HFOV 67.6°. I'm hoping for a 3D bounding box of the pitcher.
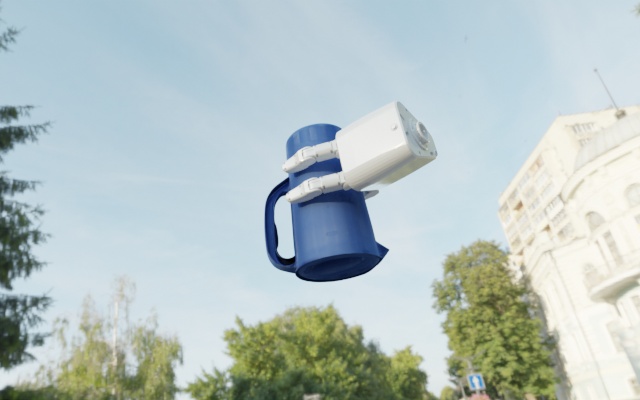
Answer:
[{"bbox_3d":[0.000,0.002,0.767,0.145,0.242,0.149,-27,-30,32],"label":"pitcher"}]
